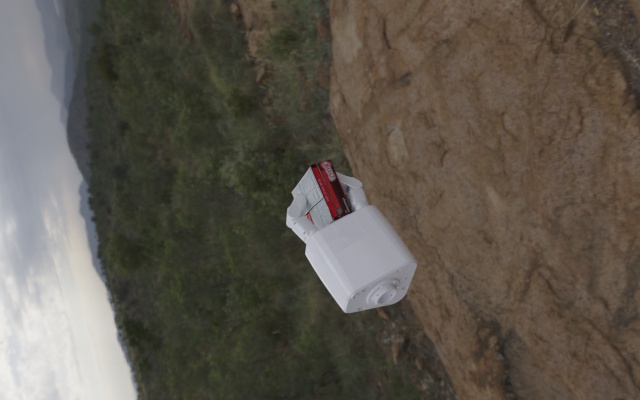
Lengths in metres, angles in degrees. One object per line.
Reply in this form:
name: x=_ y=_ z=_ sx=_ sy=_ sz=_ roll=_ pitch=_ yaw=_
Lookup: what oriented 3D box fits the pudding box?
pudding box: x=0.000 y=0.002 z=0.713 sx=0.039 sy=0.090 sz=0.113 roll=-16 pitch=-13 yaw=-25
